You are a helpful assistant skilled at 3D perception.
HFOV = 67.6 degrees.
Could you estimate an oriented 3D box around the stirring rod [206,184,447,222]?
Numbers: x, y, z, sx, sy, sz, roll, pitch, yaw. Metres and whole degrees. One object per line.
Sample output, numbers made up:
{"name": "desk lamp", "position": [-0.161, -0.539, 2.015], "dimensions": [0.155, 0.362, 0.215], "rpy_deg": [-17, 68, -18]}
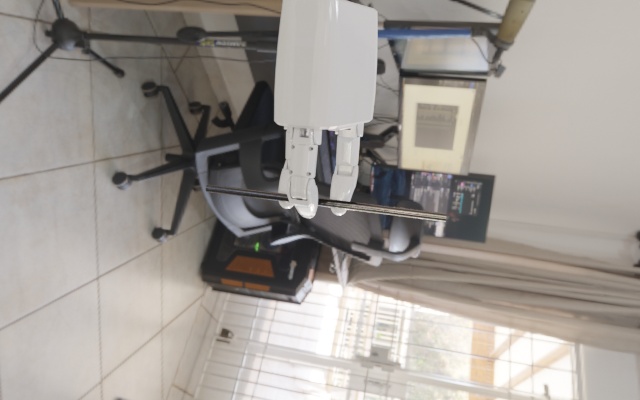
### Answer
{"name": "stirring rod", "position": [0.000, 0.001, 0.469], "dimensions": [0.239, 0.011, 0.011], "rpy_deg": [7, 1, 12]}
